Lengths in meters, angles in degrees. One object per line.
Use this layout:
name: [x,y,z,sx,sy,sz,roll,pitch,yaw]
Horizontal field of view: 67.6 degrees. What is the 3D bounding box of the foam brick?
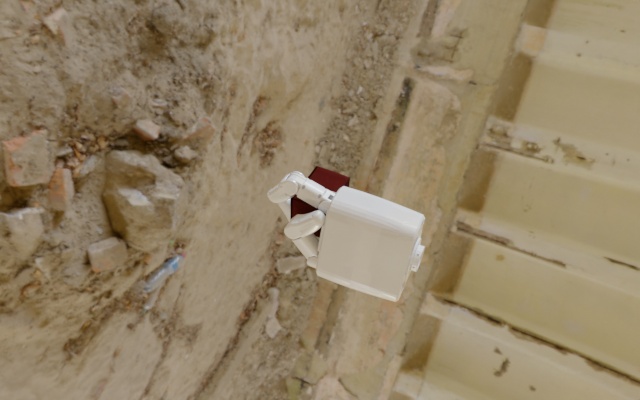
foam brick: [0.000,0.002,0.627,0.051,0.053,0.078,18,43,17]
